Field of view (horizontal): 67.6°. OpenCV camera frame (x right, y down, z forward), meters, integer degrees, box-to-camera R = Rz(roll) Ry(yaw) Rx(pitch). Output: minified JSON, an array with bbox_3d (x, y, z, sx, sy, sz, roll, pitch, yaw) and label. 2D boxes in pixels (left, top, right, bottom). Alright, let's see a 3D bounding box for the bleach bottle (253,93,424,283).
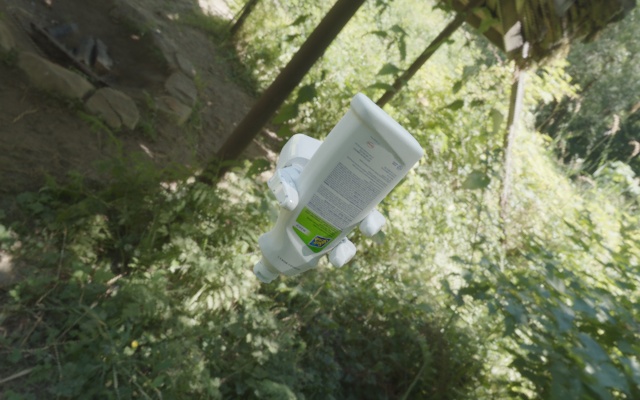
[{"bbox_3d":[0.000,0.002,0.566,0.102,0.251,0.068,37,19,-17],"label":"bleach bottle"}]
